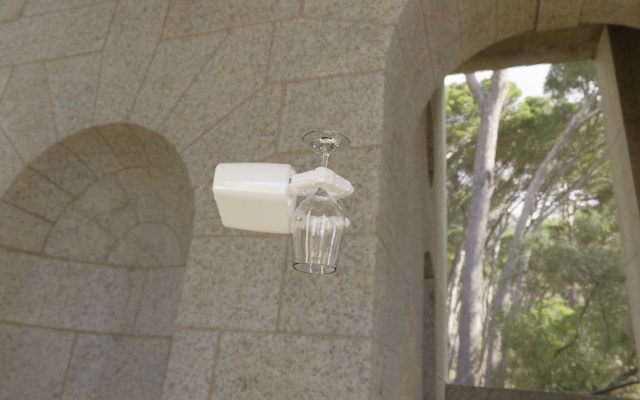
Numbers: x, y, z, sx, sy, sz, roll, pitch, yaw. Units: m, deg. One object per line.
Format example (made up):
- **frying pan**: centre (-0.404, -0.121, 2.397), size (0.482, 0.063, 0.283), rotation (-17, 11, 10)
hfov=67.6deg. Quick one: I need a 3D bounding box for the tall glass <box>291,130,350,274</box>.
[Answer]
- **tall glass**: centre (0.000, 0.002, 0.695), size (0.079, 0.201, 0.079), rotation (4, -22, 2)
